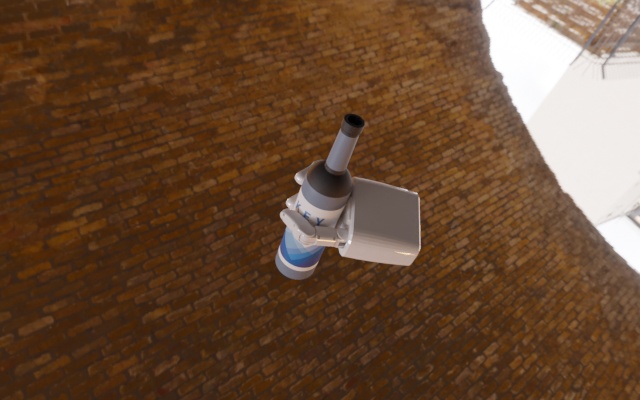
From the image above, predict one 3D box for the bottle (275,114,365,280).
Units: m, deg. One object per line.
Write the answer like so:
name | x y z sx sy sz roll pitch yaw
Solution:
bottle | 0.000 0.002 0.678 0.069 0.069 0.296 0 -42 -22
